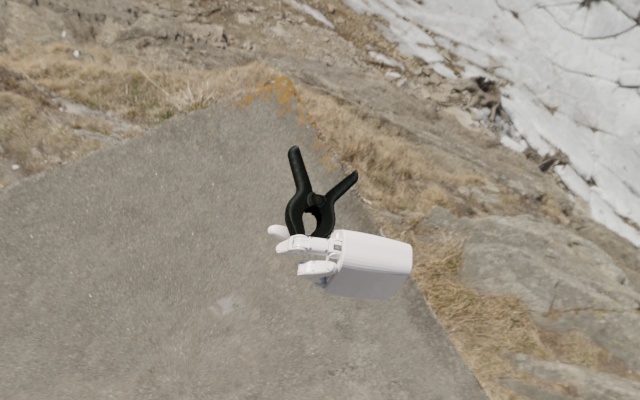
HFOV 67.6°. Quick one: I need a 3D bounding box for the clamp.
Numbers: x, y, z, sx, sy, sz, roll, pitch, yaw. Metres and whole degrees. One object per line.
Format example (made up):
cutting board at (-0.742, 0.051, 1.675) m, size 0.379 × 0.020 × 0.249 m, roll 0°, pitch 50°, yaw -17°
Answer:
clamp at (0.000, 0.002, 0.734) m, size 0.120 × 0.171 × 0.039 m, roll 10°, pitch -23°, yaw -12°
